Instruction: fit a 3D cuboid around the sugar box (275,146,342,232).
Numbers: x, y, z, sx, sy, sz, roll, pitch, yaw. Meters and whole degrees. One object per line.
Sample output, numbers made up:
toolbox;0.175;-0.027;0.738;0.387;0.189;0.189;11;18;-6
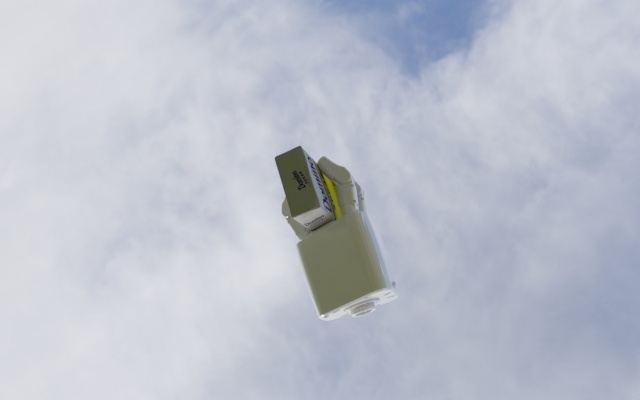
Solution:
sugar box;0.001;0.002;0.669;0.048;0.093;0.176;-23;-24;10
